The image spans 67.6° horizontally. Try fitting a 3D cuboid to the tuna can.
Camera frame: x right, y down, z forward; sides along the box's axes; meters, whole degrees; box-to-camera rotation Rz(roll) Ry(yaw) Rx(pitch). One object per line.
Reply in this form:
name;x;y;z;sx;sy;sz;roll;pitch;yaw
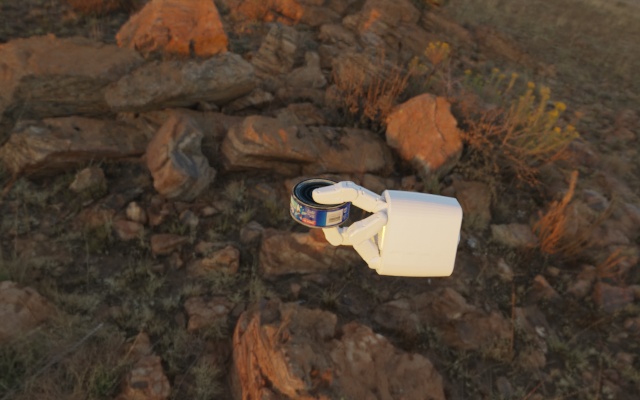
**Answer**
tuna can;0.000;0.002;0.681;0.086;0.034;0.086;4;32;-2
